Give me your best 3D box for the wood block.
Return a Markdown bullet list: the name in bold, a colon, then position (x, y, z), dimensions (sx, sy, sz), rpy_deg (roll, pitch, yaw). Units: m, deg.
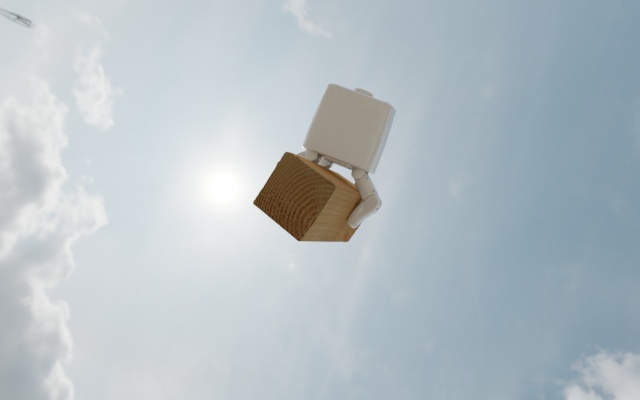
- **wood block**: position (0.001, 0.002, 0.720), dimensions (0.091, 0.090, 0.206), rpy_deg (37, 9, 20)
